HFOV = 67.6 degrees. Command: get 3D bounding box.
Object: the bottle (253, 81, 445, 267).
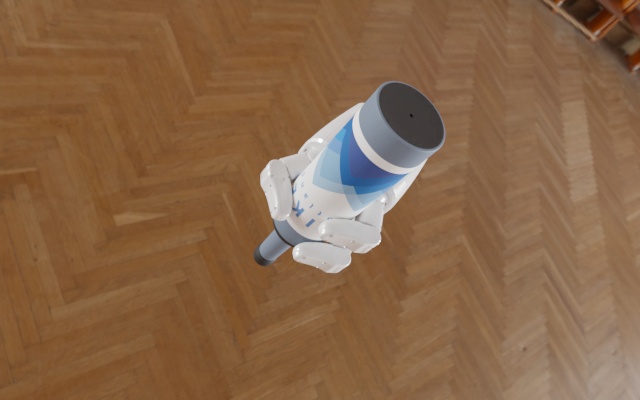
[{"bbox_3d":[0.000,0.001,0.477,0.069,0.069,0.296,0,-27,-32],"label":"bottle"}]
